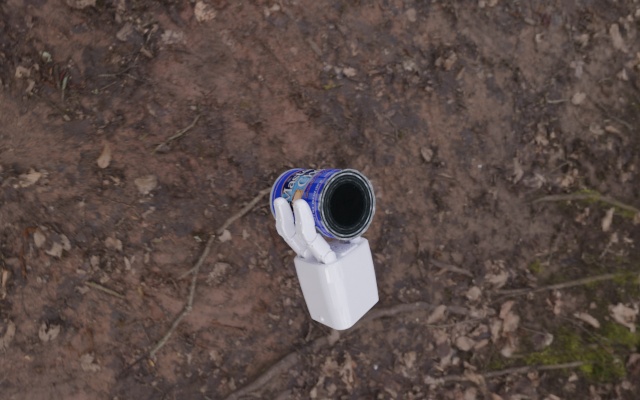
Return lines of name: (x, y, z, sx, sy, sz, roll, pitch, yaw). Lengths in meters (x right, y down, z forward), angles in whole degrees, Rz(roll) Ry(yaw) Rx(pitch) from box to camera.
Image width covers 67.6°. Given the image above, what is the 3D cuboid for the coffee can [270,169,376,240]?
coffee can: (0.000, 0.002, 0.735, 0.103, 0.103, 0.140, 0, 3, -35)
